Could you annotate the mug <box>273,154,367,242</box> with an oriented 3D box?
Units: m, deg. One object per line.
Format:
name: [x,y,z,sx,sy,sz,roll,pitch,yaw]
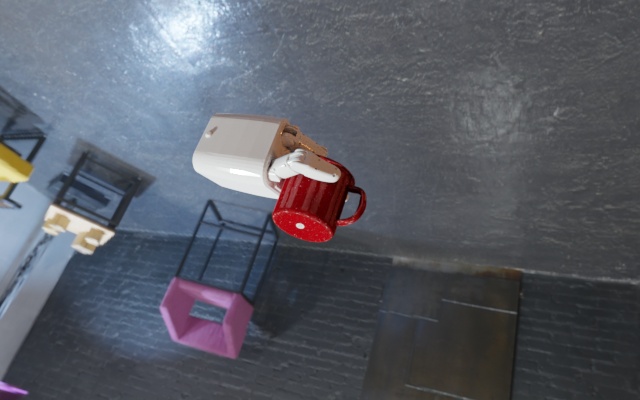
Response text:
mug: [0.001,0.002,0.602,0.117,0.081,0.093,10,-28,19]
